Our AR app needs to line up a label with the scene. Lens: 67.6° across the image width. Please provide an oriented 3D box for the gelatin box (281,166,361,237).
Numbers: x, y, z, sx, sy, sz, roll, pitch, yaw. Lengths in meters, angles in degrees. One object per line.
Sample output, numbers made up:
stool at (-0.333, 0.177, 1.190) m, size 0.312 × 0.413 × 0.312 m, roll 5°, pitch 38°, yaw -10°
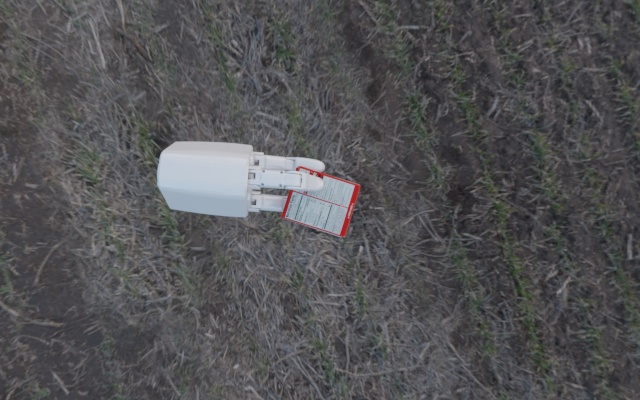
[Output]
gelatin box at (0.000, 0.002, 0.635) m, size 0.089 × 0.073 × 0.030 m, roll 17°, pitch -5°, yaw -3°
